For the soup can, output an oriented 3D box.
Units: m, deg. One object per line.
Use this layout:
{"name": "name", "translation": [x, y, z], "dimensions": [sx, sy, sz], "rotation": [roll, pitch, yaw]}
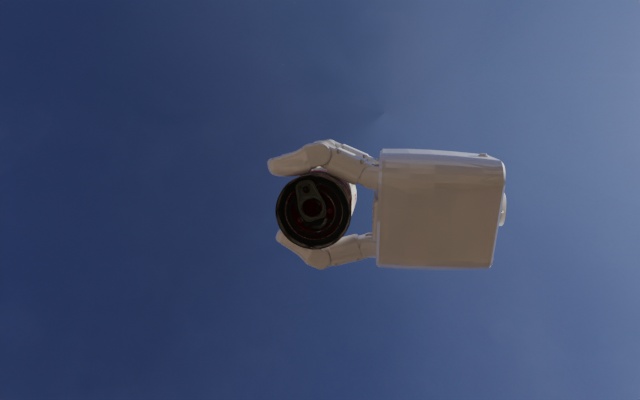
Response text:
{"name": "soup can", "translation": [0.000, 0.002, 0.469], "dimensions": [0.068, 0.068, 0.102], "rotation": [0, 10, 8]}
